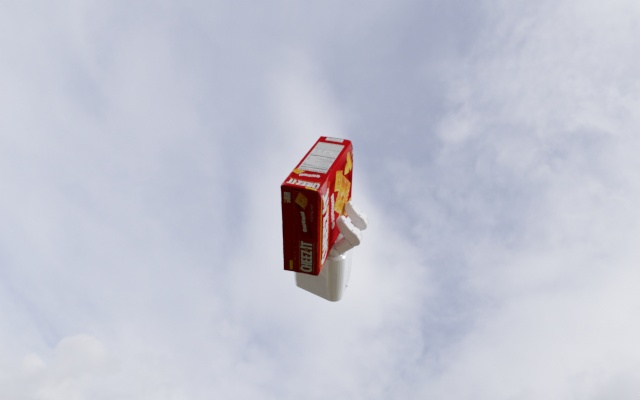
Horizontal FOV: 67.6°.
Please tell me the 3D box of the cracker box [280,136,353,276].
[{"bbox_3d":[0.000,0.003,0.840,0.072,0.164,0.213,8,31,14],"label":"cracker box"}]
